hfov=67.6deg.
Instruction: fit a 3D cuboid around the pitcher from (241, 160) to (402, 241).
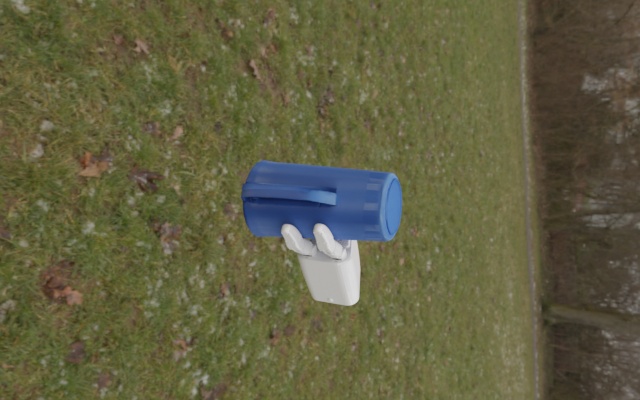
[{"bbox_3d":[0.000,0.003,0.778,0.243,0.145,0.149,3,37,24],"label":"pitcher"}]
